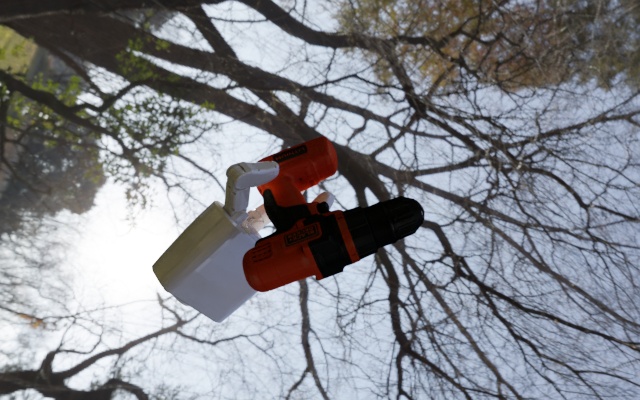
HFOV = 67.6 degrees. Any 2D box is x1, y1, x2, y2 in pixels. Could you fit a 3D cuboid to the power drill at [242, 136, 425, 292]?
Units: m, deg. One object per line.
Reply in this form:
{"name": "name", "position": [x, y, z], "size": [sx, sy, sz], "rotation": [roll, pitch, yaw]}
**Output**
{"name": "power drill", "position": [0.000, 0.002, 0.519], "size": [0.184, 0.057, 0.187], "rotation": [-20, 35, 1]}
